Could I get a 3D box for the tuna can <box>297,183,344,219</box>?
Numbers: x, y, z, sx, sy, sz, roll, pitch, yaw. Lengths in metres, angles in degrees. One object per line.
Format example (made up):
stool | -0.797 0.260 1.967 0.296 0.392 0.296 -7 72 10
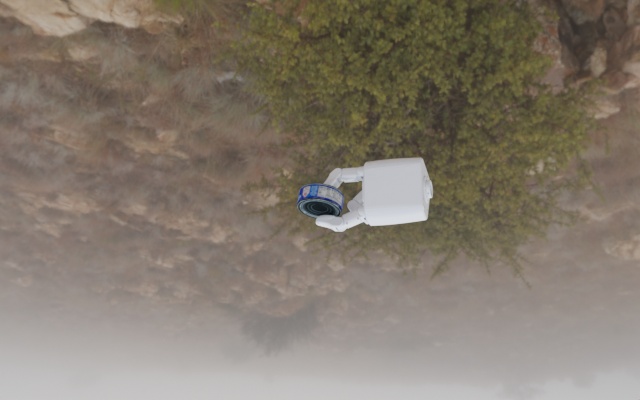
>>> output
tuna can | 0.000 0.003 0.889 0.086 0.033 0.086 8 -27 4
